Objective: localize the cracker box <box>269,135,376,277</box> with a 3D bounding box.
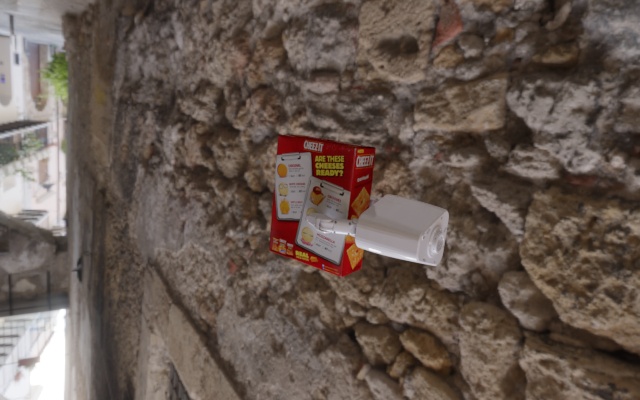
[{"bbox_3d":[0.000,0.003,0.821,0.164,0.214,0.072,15,15,35],"label":"cracker box"}]
